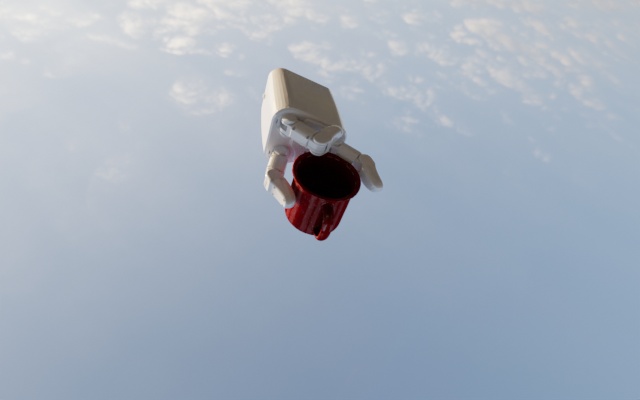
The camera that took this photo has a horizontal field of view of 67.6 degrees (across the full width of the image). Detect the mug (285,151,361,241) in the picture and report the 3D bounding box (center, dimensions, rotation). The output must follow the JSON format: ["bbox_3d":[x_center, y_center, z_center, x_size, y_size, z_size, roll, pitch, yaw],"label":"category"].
[{"bbox_3d":[0.000,0.003,0.639,0.093,0.117,0.082,4,-43,-17],"label":"mug"}]
